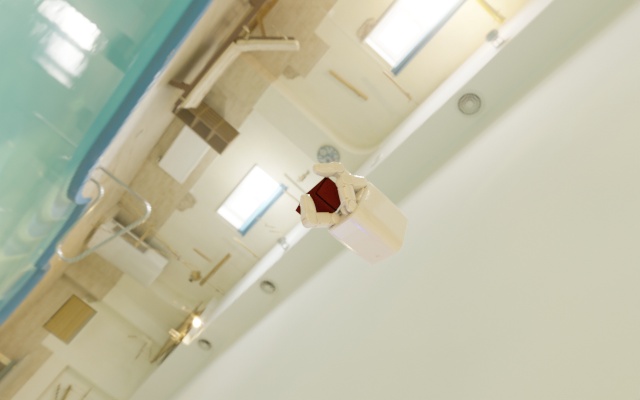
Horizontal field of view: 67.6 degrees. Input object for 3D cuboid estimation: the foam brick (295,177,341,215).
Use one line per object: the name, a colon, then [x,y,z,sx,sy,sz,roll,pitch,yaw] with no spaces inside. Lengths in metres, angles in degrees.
foam brick: [0.000,0.003,0.880,0.051,0.053,0.078,40,-40,-10]
